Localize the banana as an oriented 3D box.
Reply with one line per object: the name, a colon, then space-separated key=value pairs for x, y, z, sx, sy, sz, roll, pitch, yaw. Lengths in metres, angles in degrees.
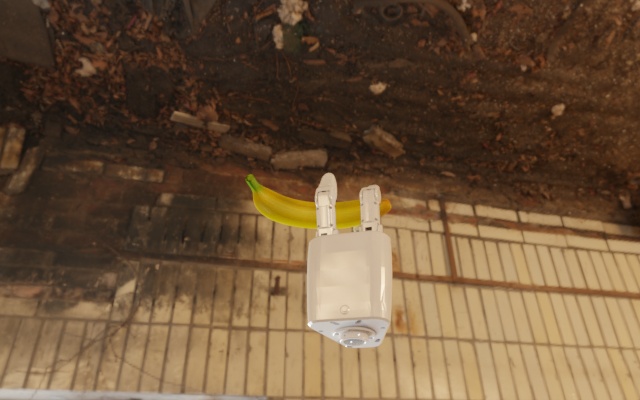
banana: x=-0.006 y=0.012 z=0.652 sx=0.198 sy=0.037 sz=0.070 roll=9 pitch=-35 yaw=-5
